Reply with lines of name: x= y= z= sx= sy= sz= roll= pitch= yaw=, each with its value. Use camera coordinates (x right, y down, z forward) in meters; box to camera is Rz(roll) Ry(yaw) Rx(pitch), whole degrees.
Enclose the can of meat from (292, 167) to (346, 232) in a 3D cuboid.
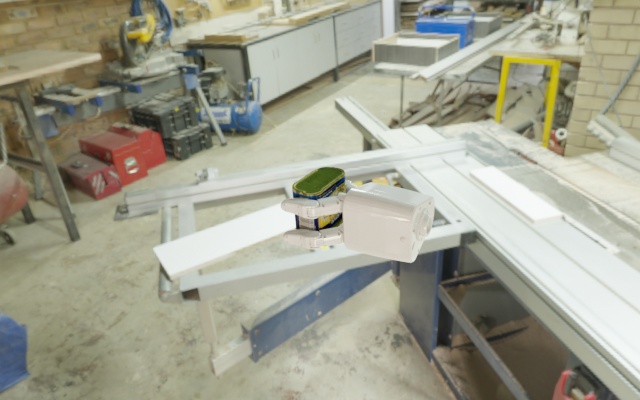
can of meat: x=0.000 y=0.002 z=0.758 sx=0.057 sy=0.084 sz=0.102 roll=16 pitch=34 yaw=30
